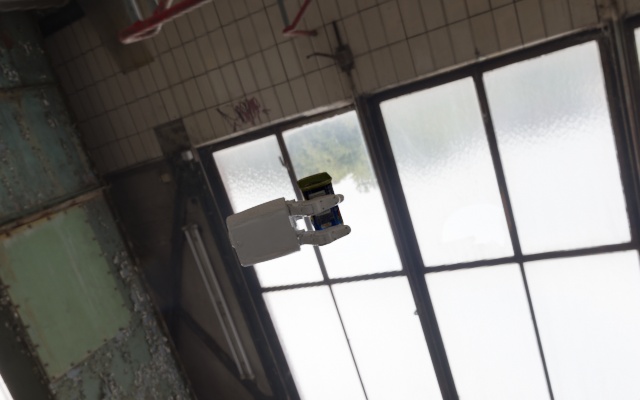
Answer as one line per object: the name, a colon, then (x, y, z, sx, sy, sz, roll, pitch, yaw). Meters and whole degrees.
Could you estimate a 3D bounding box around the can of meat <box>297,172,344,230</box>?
can of meat: (0.000, 0.003, 0.826, 0.057, 0.084, 0.102, -18, 12, -3)
